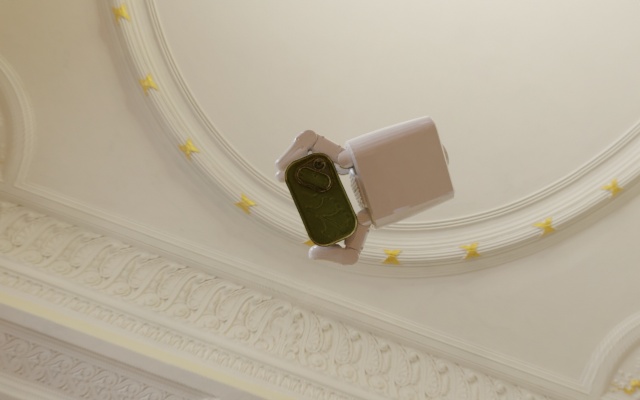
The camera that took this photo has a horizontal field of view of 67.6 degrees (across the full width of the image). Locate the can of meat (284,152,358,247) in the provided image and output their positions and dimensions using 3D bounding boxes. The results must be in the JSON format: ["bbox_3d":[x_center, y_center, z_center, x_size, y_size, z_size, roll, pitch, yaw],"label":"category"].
[{"bbox_3d":[0.000,0.002,0.562,0.057,0.102,0.084,-24,-4,-2],"label":"can of meat"}]
